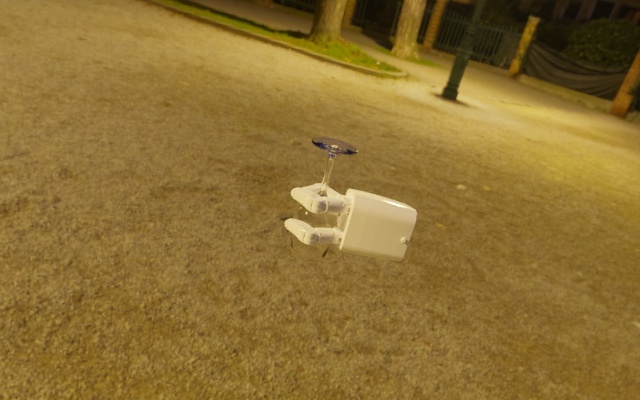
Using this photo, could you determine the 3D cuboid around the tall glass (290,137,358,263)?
[{"bbox_3d":[0.000,0.002,0.786,0.079,0.201,0.079,12,23,-5],"label":"tall glass"}]
